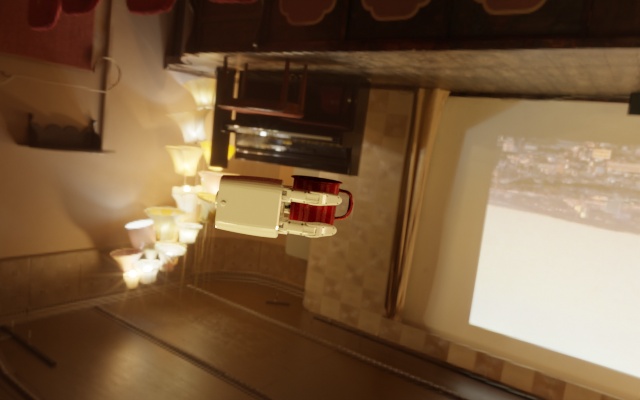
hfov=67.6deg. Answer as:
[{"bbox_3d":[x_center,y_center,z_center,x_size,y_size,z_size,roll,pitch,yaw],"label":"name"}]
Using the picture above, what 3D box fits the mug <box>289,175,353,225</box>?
[{"bbox_3d":[0.002,0.003,0.856,0.117,0.081,0.093,8,7,-1],"label":"mug"}]
